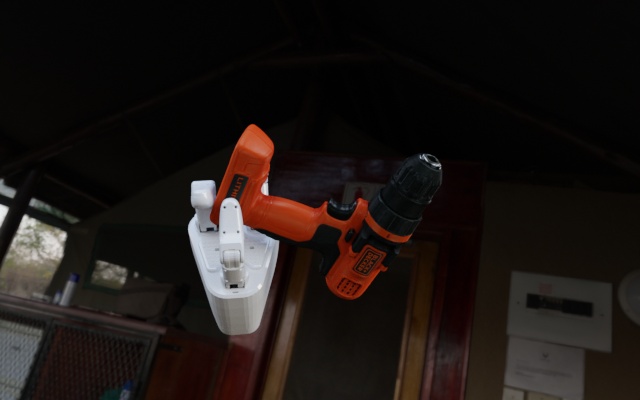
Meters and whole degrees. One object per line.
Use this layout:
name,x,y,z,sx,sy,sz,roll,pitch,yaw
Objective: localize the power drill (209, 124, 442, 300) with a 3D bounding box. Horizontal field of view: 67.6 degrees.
power drill,0.000,0.001,0.464,0.187,0.184,0.057,26,31,-6
